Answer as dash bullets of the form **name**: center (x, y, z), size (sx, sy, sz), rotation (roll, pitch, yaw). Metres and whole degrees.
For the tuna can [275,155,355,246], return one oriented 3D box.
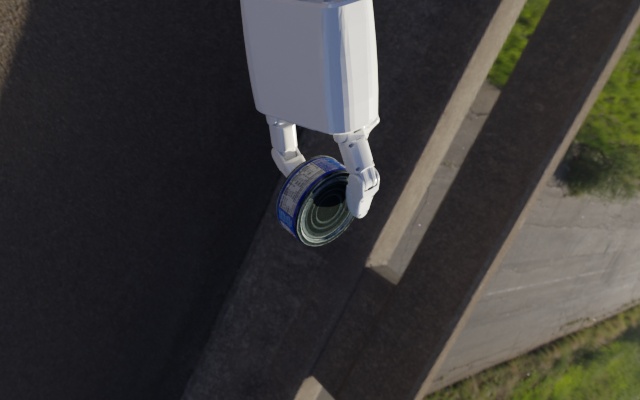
- **tuna can**: center (0.000, 0.002, 0.467), size (0.086, 0.086, 0.033), rotation (0, 29, -46)
